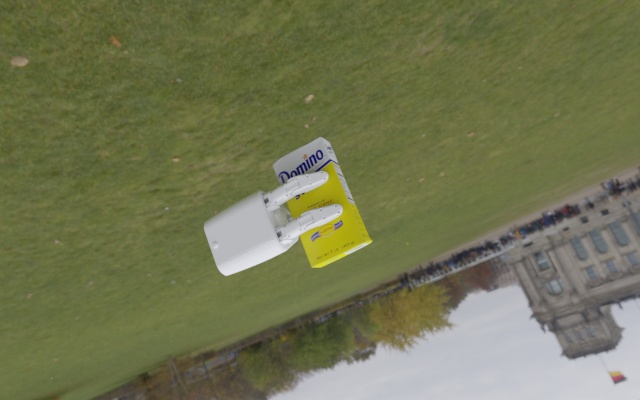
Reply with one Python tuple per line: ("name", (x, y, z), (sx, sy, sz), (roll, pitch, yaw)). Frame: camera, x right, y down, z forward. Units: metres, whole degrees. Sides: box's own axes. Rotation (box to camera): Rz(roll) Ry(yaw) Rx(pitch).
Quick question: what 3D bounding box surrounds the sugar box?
("sugar box", (0.000, 0.002, 0.722), (0.093, 0.176, 0.048), (-27, -14, 16))
